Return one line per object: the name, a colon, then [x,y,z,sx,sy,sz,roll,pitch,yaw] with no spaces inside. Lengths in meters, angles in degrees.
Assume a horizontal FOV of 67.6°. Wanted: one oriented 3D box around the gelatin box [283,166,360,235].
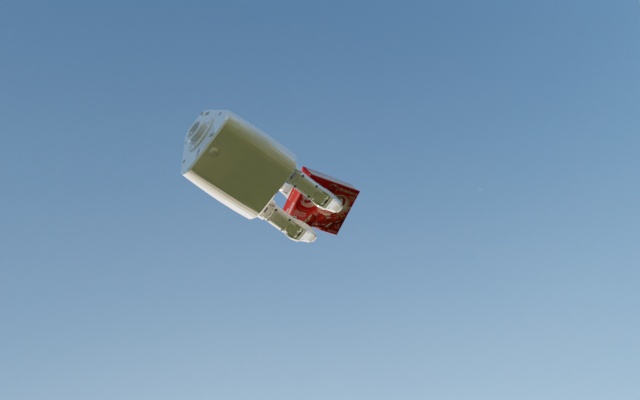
gelatin box: [0.000,0.002,0.660,0.089,0.073,0.030,18,16,-34]
